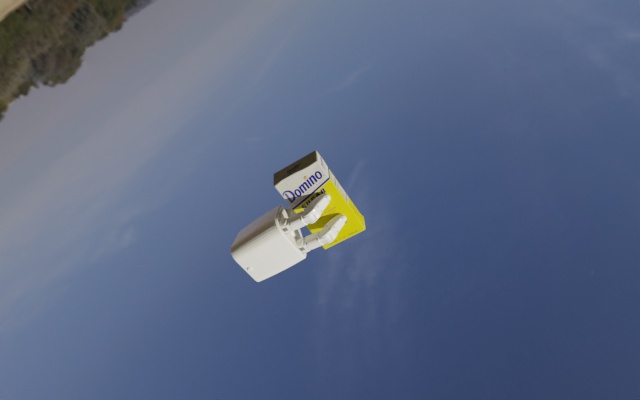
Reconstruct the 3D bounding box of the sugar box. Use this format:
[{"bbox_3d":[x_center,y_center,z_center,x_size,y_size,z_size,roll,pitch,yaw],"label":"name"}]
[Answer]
[{"bbox_3d":[0.000,0.003,0.870,0.093,0.176,0.048,-29,34,15],"label":"sugar box"}]
